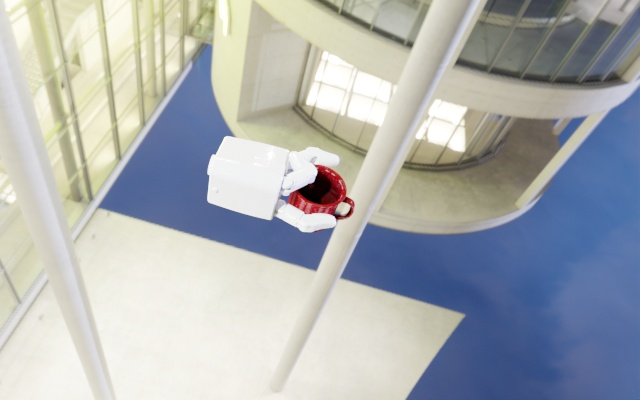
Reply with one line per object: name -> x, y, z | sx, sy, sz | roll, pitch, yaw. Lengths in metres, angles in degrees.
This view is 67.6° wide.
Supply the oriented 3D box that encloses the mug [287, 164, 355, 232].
mug -> 0.001, 0.003, 0.808 | 0.117, 0.093, 0.082 | 15, -42, -6
